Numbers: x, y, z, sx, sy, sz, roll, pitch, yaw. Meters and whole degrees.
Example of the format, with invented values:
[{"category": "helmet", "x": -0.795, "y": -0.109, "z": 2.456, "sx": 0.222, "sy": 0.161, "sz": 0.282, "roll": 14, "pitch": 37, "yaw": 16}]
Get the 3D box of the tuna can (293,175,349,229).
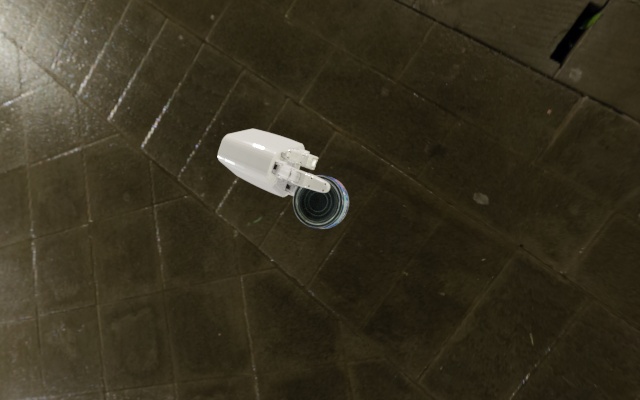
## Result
[{"category": "tuna can", "x": 0.000, "y": 0.002, "z": 0.760, "sx": 0.086, "sy": 0.086, "sz": 0.034, "roll": 0, "pitch": -3, "yaw": 17}]
